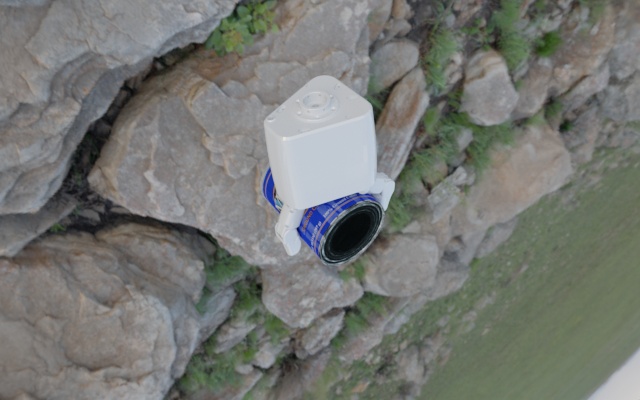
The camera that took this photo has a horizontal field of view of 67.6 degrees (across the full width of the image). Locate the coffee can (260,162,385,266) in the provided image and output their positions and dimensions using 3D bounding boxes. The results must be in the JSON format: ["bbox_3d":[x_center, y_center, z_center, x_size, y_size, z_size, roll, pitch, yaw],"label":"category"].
[{"bbox_3d":[0.000,0.002,0.626,0.103,0.103,0.140,0,35,-45],"label":"coffee can"}]
